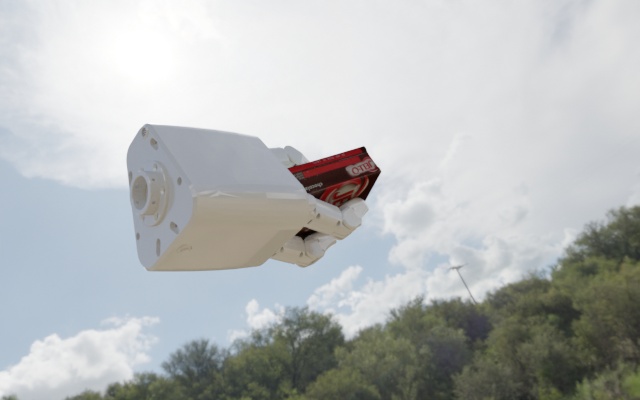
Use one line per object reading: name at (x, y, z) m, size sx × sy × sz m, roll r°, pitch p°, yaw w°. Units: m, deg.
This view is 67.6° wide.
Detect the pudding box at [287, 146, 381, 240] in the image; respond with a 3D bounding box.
pudding box at (0.000, 0.001, 0.475) m, size 0.090 × 0.039 × 0.114 m, roll -18°, pitch -24°, yaw -23°
